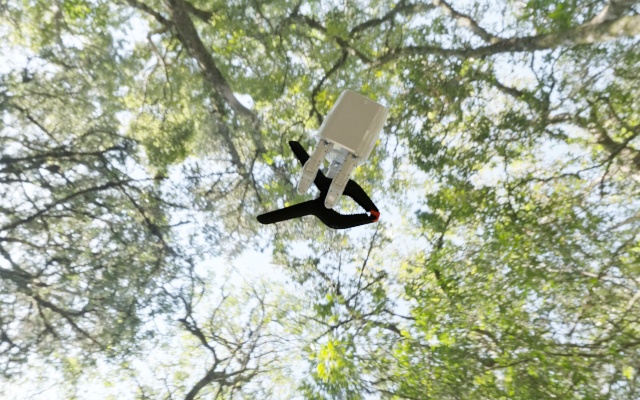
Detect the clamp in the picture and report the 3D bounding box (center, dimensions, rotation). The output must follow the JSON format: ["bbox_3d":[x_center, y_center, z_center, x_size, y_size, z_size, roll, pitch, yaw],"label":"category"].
[{"bbox_3d":[0.001,0.003,0.843,0.210,0.164,0.036,26,-12,9],"label":"clamp"}]
